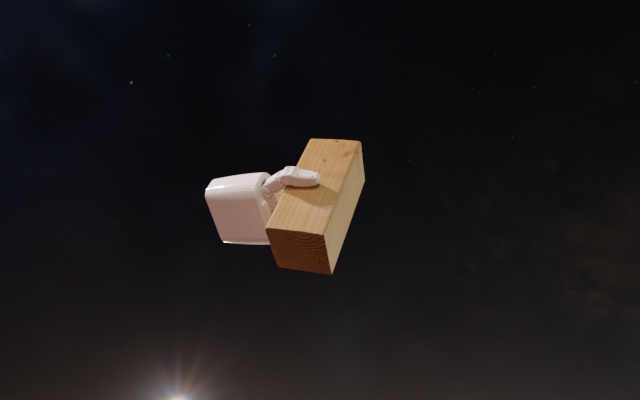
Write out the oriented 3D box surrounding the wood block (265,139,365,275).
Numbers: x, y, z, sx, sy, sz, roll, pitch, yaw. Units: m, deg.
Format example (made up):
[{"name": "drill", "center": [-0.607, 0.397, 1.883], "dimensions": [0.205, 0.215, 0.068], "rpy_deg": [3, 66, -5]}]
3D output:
[{"name": "wood block", "center": [0.000, 0.002, 0.747], "dimensions": [0.090, 0.091, 0.206], "rpy_deg": [6, 46, 18]}]
